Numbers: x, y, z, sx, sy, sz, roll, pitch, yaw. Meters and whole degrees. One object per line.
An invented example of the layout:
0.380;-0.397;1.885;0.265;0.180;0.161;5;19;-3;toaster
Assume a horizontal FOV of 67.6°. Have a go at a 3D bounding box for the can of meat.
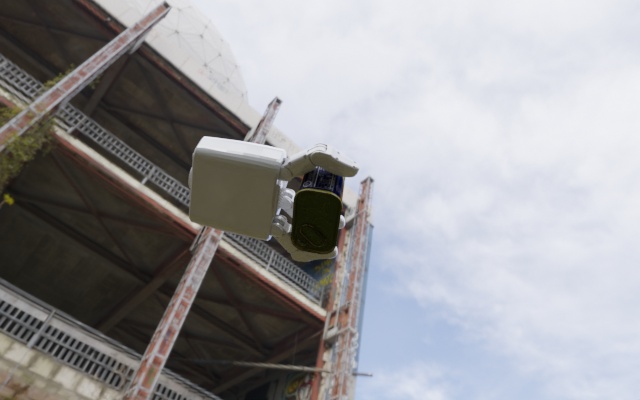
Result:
0.000;0.002;0.602;0.057;0.102;0.084;9;41;3;can of meat
